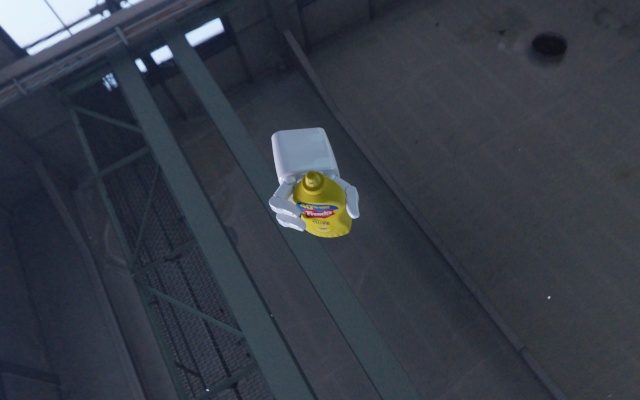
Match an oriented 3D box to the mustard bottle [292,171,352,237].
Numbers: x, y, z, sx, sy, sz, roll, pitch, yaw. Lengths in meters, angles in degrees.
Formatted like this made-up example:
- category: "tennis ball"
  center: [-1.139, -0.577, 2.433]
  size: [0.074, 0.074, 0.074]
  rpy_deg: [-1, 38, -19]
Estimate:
- category: "mustard bottle"
  center: [0.000, 0.003, 0.871]
  size: [0.096, 0.058, 0.192]
  rpy_deg: [6, -28, 14]
